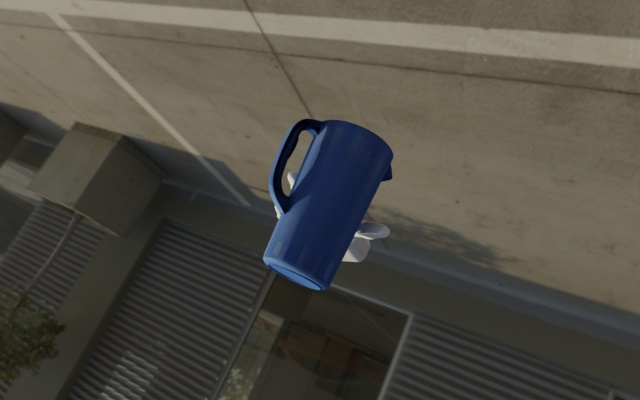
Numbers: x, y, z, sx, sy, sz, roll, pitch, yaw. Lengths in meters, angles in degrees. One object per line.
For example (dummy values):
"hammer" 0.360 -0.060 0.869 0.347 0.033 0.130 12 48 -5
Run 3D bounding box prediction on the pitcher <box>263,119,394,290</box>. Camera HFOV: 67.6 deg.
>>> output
"pitcher" 0.000 0.002 0.733 0.149 0.242 0.145 18 -18 22
